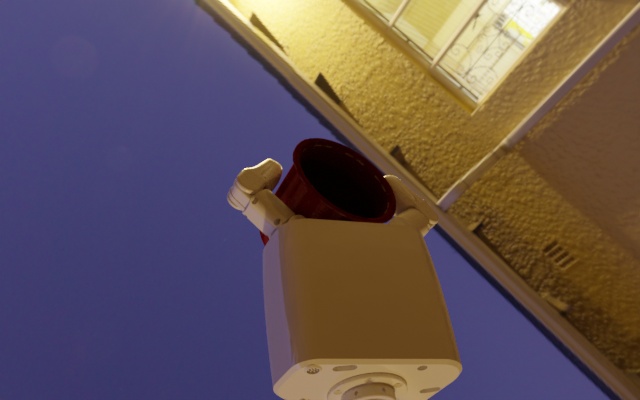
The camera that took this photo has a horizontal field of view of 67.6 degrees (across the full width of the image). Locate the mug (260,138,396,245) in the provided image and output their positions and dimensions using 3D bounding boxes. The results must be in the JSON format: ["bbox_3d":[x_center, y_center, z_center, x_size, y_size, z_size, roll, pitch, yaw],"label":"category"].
[{"bbox_3d":[0.000,0.000,0.403,0.093,0.117,0.081,19,-53,-23],"label":"mug"}]
